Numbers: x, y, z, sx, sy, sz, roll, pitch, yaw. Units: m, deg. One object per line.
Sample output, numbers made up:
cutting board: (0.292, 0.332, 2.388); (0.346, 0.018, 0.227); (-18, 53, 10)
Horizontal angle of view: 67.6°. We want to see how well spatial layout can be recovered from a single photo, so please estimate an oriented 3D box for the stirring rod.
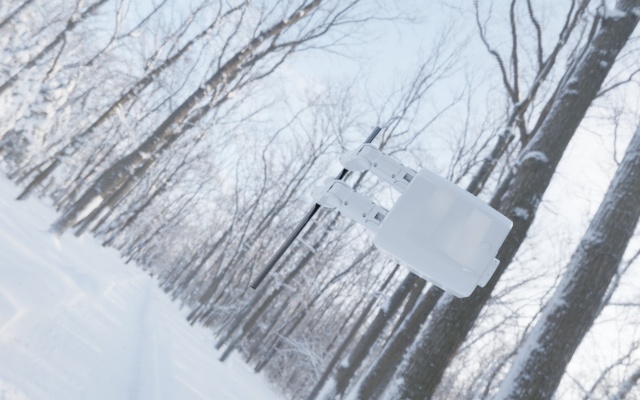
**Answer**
stirring rod: (0.000, 0.002, 0.535); (0.011, 0.239, 0.011); (33, -21, 14)
